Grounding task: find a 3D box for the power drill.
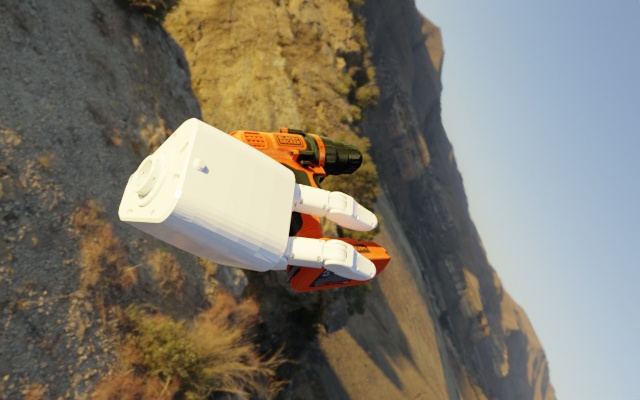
[{"bbox_3d":[0.000,0.002,0.519,0.184,0.187,0.057,-2,-39,-36],"label":"power drill"}]
